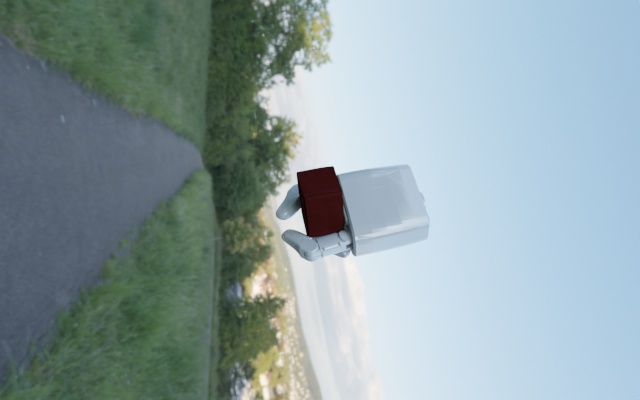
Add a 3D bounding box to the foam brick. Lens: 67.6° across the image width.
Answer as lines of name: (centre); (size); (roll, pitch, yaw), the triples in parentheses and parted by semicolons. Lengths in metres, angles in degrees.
foam brick: (0.000, 0.002, 0.627); (0.051, 0.078, 0.053); (-10, 45, -5)
